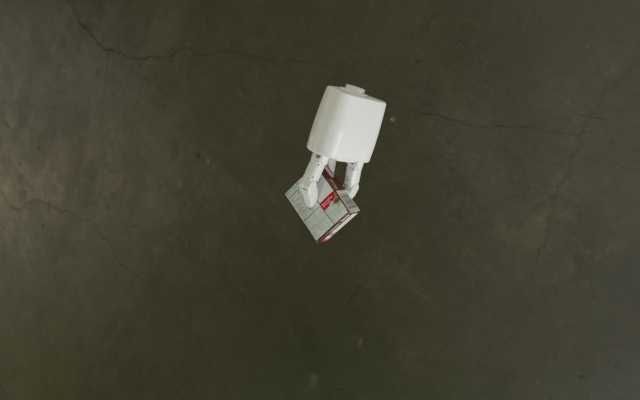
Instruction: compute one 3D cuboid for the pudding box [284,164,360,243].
[{"bbox_3d":[0.000,0.003,0.832,0.090,0.113,0.039,-44,-20,28],"label":"pudding box"}]
